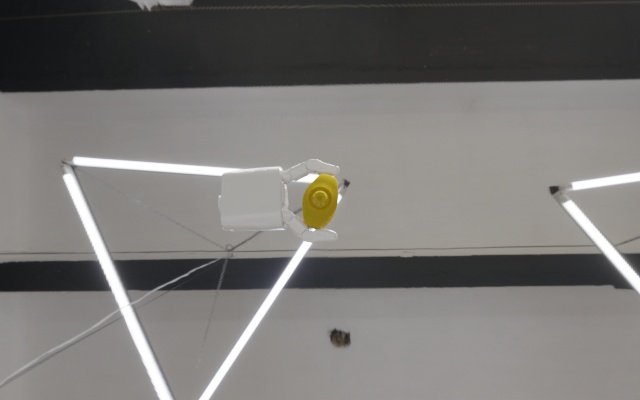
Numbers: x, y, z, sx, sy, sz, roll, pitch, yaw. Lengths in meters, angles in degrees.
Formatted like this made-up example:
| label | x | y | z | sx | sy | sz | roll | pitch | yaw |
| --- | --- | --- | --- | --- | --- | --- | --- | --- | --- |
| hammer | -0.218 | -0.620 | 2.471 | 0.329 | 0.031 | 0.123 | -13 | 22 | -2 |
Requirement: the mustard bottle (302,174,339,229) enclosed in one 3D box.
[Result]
| label | x | y | z | sx | sy | sz | roll | pitch | yaw |
| --- | --- | --- | --- | --- | --- | --- | --- | --- | --- |
| mustard bottle | 0.000 | 0.003 | 0.838 | 0.058 | 0.096 | 0.191 | 21 | -4 | 3 |
